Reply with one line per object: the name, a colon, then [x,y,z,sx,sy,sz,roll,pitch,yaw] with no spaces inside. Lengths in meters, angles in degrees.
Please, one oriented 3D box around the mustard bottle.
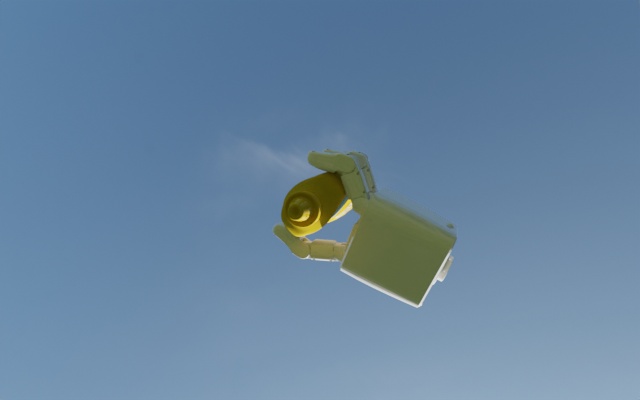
mustard bottle: [0.000,0.002,0.598,0.096,0.058,0.191,-41,-5,17]
